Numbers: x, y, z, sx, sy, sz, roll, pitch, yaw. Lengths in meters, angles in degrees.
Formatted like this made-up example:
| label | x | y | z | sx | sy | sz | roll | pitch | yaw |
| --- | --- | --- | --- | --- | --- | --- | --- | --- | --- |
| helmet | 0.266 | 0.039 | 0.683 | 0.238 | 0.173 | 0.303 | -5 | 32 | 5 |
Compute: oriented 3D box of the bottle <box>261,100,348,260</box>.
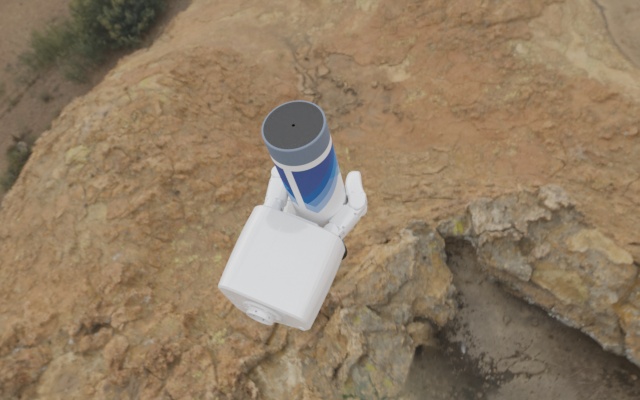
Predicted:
| label | x | y | z | sx | sy | sz | roll | pitch | yaw |
| --- | --- | --- | --- | --- | --- | --- | --- | --- | --- |
| bottle | 0.000 | 0.002 | 0.596 | 0.069 | 0.069 | 0.296 | 0 | -32 | 13 |
